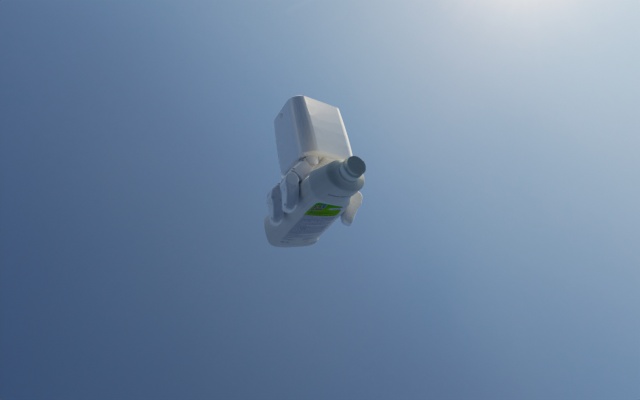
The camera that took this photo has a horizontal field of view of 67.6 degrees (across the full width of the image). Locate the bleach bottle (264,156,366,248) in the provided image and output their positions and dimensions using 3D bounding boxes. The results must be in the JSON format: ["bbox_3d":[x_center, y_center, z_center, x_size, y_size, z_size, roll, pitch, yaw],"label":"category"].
[{"bbox_3d":[0.000,0.002,0.733,0.102,0.068,0.251,-2,-22,-29],"label":"bleach bottle"}]
